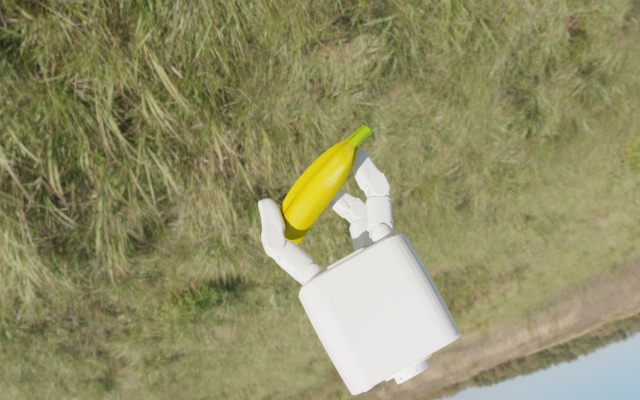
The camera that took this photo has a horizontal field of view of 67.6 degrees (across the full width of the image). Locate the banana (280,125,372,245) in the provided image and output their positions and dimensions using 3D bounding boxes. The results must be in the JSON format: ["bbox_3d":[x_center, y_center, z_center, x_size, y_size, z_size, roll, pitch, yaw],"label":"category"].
[{"bbox_3d":[-0.011,0.005,0.496,0.069,0.037,0.198,-23,-20,-42],"label":"banana"}]
